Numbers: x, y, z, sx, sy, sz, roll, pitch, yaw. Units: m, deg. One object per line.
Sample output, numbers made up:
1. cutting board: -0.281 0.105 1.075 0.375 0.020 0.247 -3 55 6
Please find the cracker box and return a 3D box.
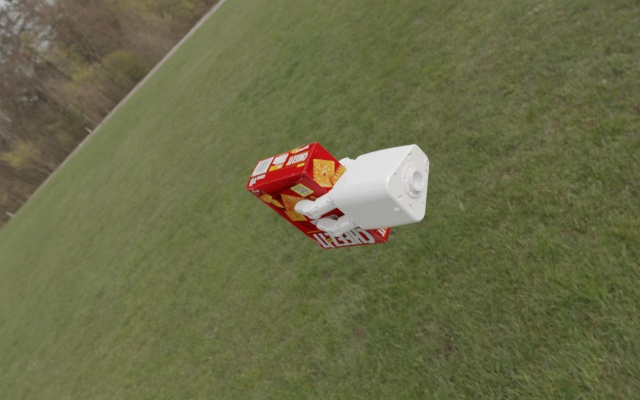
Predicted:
1. cracker box: 0.000 0.002 0.837 0.164 0.072 0.214 -11 -43 47
